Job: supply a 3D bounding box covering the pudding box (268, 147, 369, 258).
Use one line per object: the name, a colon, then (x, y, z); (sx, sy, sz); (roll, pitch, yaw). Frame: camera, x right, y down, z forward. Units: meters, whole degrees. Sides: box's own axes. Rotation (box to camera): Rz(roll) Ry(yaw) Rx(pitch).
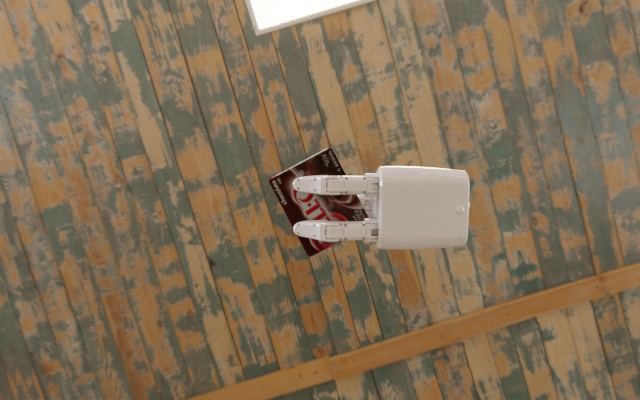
pudding box: (0.000, 0.002, 0.601); (0.090, 0.113, 0.039); (-27, 3, 4)
